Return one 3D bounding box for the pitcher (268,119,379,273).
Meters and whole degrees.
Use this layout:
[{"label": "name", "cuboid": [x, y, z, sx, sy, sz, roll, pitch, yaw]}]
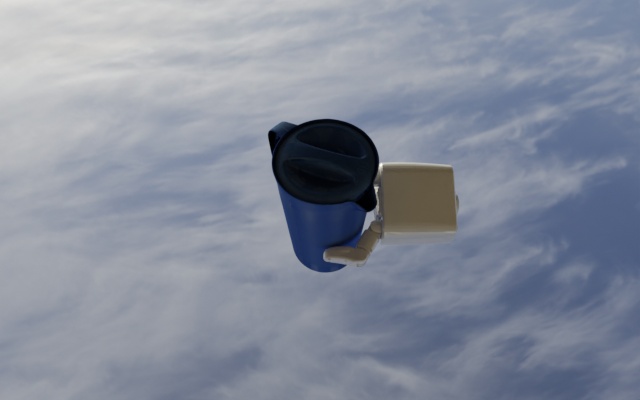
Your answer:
[{"label": "pitcher", "cuboid": [0.000, 0.002, 0.689, 0.145, 0.149, 0.243, 0, -32, 0]}]
